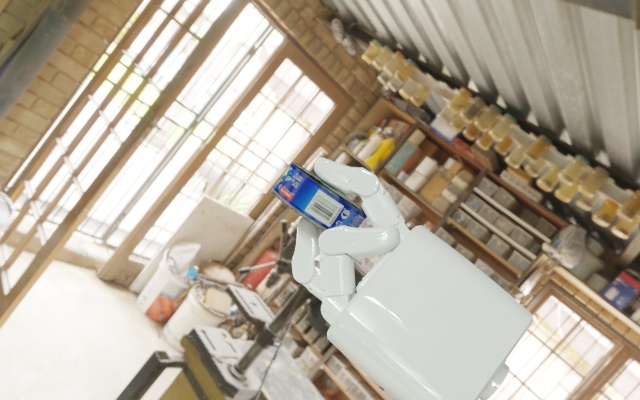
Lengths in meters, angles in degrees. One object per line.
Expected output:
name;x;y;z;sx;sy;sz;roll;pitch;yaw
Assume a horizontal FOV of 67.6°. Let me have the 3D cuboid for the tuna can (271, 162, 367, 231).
tuna can;0.000;0.001;0.431;0.086;0.034;0.086;34;3;-2
